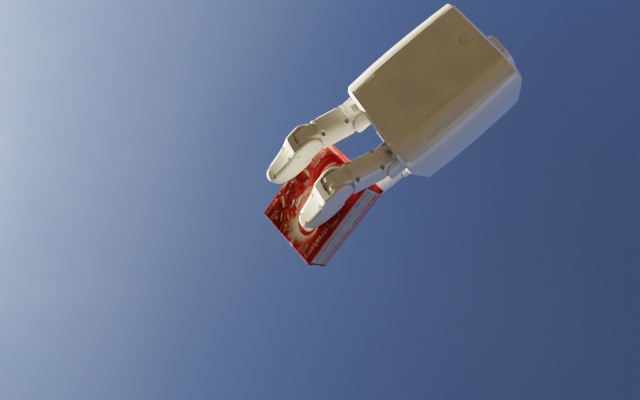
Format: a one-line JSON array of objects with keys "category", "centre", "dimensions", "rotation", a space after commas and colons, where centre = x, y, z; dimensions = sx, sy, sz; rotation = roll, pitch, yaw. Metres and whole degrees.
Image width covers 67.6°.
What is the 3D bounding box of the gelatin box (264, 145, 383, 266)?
[{"category": "gelatin box", "centre": [0.000, 0.002, 0.424], "dimensions": [0.073, 0.089, 0.030], "rotation": [45, 16, 32]}]
